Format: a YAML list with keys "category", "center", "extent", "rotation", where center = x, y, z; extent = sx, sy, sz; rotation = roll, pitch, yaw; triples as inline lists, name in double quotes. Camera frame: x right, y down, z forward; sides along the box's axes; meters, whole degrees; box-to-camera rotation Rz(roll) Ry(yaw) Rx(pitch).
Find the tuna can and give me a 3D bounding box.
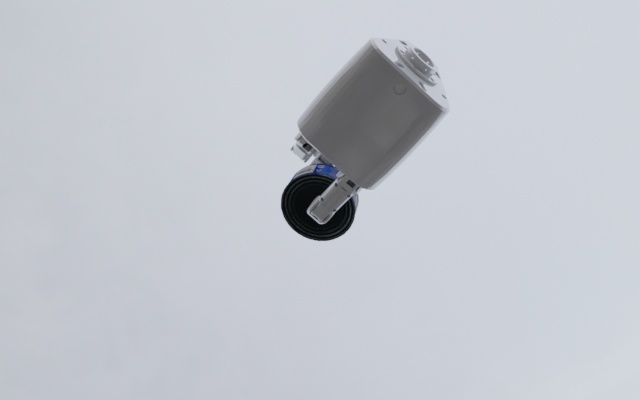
- category: "tuna can"
  center: [0.000, 0.002, 0.547]
  extent: [0.086, 0.086, 0.033]
  rotation: [0, 27, 15]
